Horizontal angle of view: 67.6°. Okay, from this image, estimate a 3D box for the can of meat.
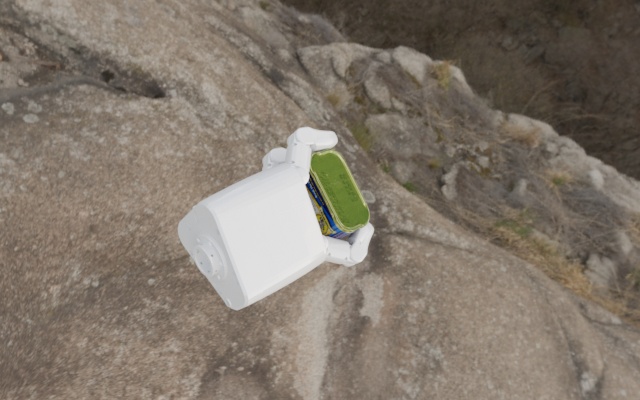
[{"bbox_3d":[0.000,0.002,0.551,0.057,0.102,0.084,-23,-7,-39],"label":"can of meat"}]
